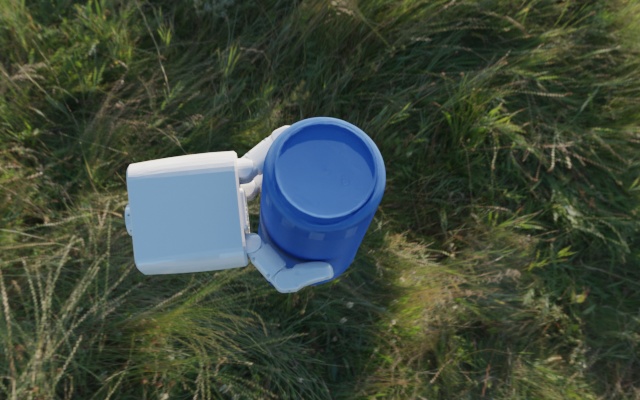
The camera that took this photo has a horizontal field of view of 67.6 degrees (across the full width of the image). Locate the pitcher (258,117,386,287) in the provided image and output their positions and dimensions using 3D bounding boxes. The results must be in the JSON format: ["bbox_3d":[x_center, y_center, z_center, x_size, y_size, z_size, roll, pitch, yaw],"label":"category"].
[{"bbox_3d":[0.000,0.002,0.522,0.145,0.149,0.243,-6,-17,-7],"label":"pitcher"}]
